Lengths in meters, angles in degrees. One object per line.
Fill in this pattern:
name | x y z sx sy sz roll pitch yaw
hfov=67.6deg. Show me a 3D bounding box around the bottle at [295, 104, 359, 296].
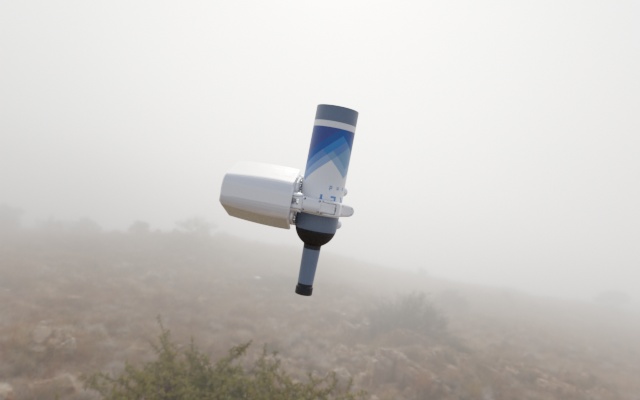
bottle | 0.000 0.002 0.745 0.069 0.296 0.069 11 2 0
